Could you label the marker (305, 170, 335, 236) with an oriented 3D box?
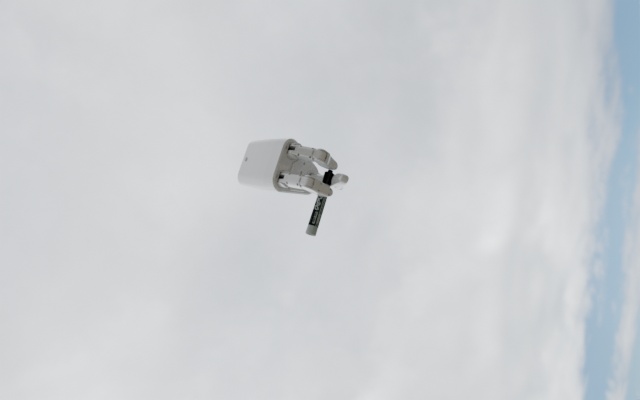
[{"bbox_3d":[0.000,0.003,0.833,0.020,0.121,0.020,17,-13,4],"label":"marker"}]
